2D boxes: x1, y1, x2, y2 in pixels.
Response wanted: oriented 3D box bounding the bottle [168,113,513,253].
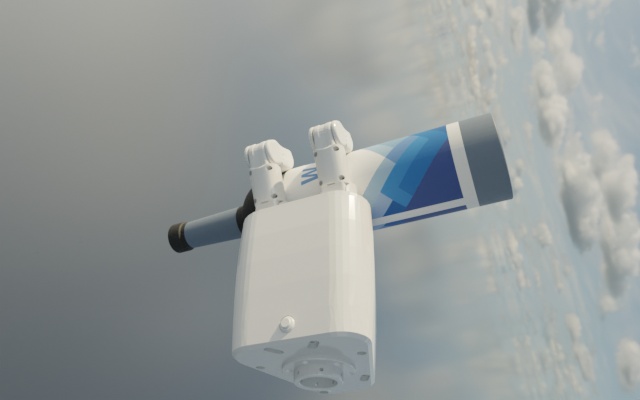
[{"bbox_3d":[0.000,0.001,0.402,0.296,0.069,0.069,-14,-5,19],"label":"bottle"}]
